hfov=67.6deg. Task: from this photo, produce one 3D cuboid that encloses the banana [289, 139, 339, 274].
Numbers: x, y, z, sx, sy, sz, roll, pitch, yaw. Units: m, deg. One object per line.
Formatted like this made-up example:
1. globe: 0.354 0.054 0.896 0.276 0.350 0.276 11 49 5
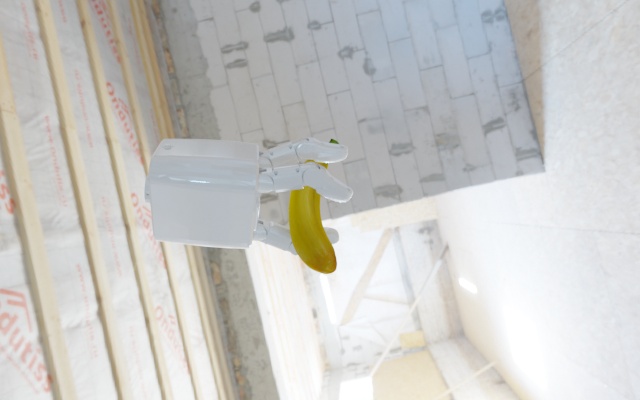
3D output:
1. banana: -0.010 0.010 0.534 0.037 0.197 0.070 23 -48 -22
